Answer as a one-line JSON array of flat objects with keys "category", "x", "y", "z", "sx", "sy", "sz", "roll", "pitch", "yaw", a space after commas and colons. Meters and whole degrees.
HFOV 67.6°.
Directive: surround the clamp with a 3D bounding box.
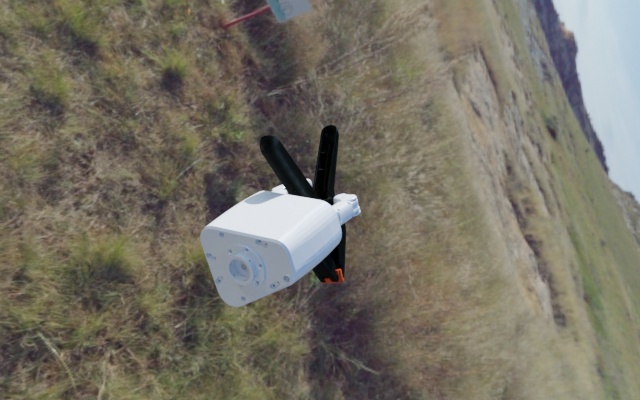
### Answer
[{"category": "clamp", "x": 0.001, "y": 0.003, "z": 0.617, "sx": 0.036, "sy": 0.210, "sz": 0.164, "roll": -7, "pitch": 16, "yaw": 32}]
